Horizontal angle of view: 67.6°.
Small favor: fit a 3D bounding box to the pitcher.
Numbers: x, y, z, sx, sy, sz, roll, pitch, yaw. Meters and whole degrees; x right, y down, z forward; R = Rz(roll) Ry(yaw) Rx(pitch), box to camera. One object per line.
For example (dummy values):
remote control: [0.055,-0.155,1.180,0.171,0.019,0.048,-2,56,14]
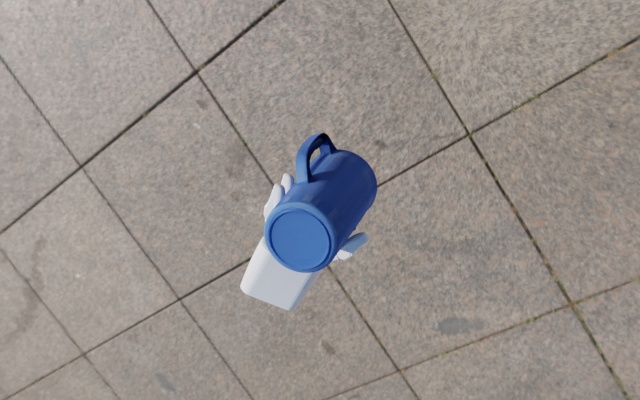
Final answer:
pitcher: [0.000,0.003,0.749,0.149,0.145,0.242,33,26,3]
